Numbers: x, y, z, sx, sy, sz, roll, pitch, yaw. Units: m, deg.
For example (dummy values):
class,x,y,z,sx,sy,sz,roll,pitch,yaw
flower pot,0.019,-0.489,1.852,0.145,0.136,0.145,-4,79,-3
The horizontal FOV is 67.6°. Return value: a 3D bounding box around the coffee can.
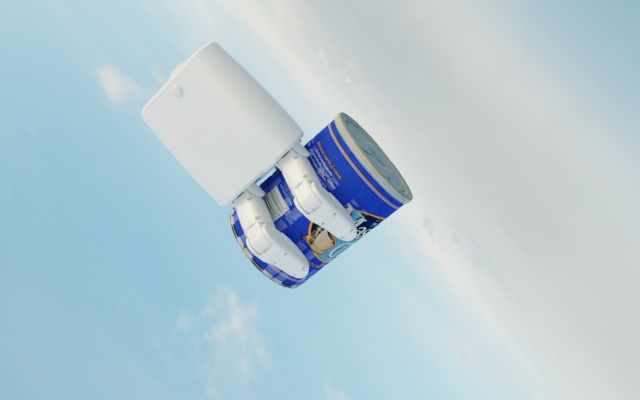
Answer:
class,x,y,z,sx,sy,sz,roll,pitch,yaw
coffee can,0.000,0.002,0.451,0.140,0.103,0.103,-40,-14,17
